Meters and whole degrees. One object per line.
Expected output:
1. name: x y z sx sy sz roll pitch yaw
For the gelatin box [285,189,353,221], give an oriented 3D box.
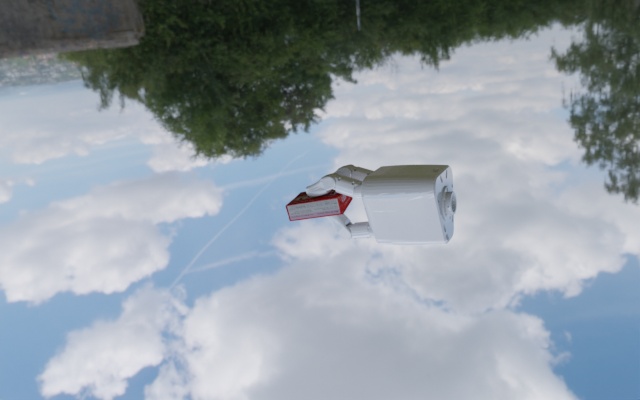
1. gelatin box: 0.000 0.003 0.743 0.089 0.030 0.073 -9 14 19
